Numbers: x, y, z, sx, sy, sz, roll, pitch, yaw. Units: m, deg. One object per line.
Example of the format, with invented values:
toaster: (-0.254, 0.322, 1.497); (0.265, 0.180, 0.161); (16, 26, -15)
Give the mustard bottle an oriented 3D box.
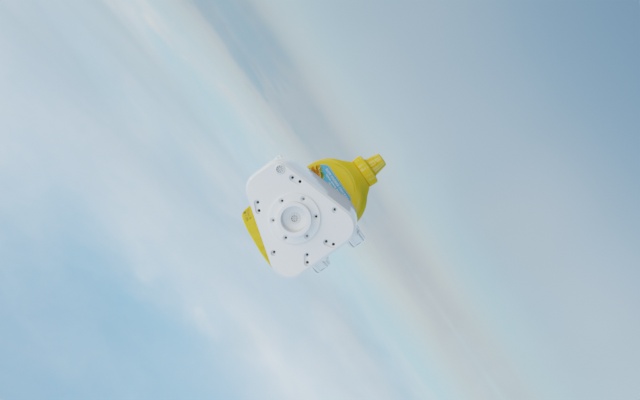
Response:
mustard bottle: (0.000, 0.002, 0.611); (0.191, 0.096, 0.058); (-35, -20, 4)
